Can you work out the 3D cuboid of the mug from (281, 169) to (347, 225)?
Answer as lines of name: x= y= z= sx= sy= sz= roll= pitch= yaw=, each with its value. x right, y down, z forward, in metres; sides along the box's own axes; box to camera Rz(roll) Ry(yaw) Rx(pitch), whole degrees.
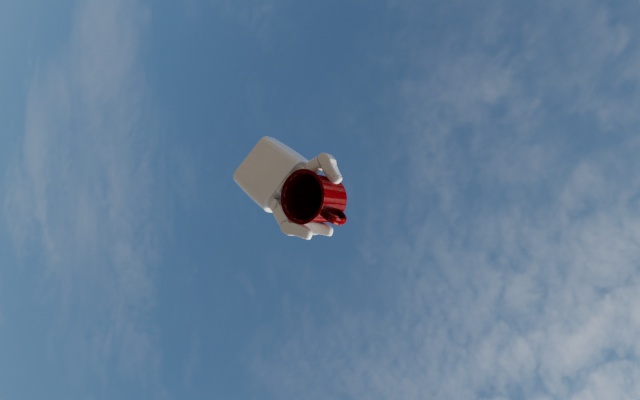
mug: x=0.001 y=0.003 z=0.818 sx=0.117 sy=0.093 sz=0.081 roll=40 pitch=19 yaw=32
